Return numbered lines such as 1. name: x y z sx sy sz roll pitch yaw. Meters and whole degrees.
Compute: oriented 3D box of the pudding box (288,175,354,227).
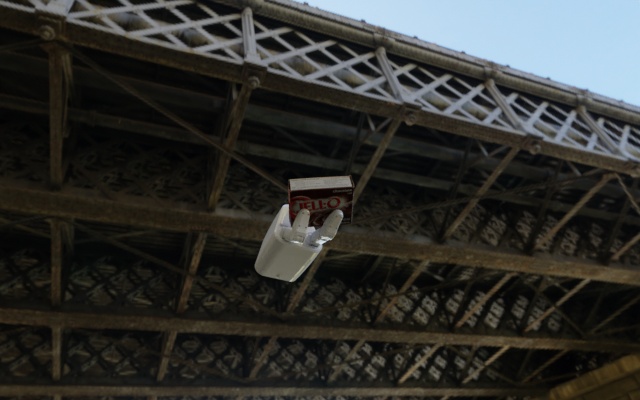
1. pudding box: 0.000 0.003 0.841 0.113 0.090 0.039 -6 44 -7
